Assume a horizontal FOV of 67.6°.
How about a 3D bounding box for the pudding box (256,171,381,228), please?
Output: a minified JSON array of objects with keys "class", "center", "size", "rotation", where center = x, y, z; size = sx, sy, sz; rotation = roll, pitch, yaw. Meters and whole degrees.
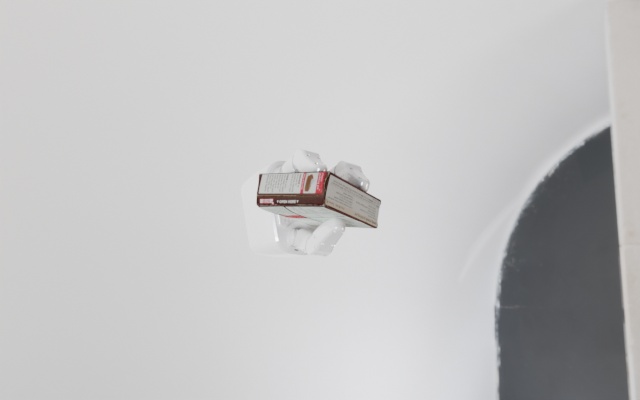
[{"class":"pudding box","center":[0.000,0.002,0.513],"size":[0.090,0.039,0.113],"rotation":[-1,-13,34]}]
